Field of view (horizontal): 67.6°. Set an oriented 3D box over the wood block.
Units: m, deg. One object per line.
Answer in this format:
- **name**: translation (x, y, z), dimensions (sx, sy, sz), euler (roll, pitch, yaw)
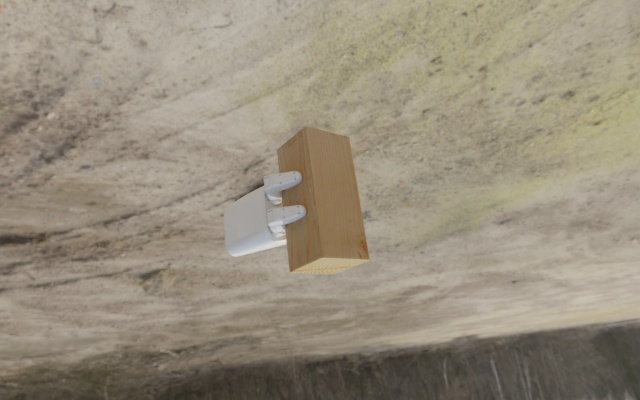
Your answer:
- **wood block**: translation (0.000, 0.003, 0.742), dimensions (0.091, 0.206, 0.090), euler (8, -26, -36)
